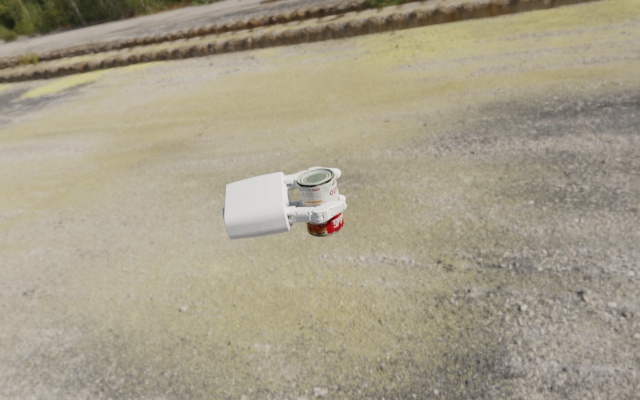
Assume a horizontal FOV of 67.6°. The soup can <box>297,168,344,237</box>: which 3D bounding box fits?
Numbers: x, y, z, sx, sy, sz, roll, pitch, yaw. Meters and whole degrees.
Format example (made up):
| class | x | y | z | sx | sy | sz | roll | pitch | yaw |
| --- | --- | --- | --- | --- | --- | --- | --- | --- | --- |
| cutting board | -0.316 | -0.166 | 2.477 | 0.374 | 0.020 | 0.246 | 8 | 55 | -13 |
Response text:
| class | x | y | z | sx | sy | sz | roll | pitch | yaw |
| --- | --- | --- | --- | --- | --- | --- | --- | --- | --- |
| soup can | 0.001 | 0.002 | 0.833 | 0.068 | 0.102 | 0.068 | -9 | 27 | 5 |
